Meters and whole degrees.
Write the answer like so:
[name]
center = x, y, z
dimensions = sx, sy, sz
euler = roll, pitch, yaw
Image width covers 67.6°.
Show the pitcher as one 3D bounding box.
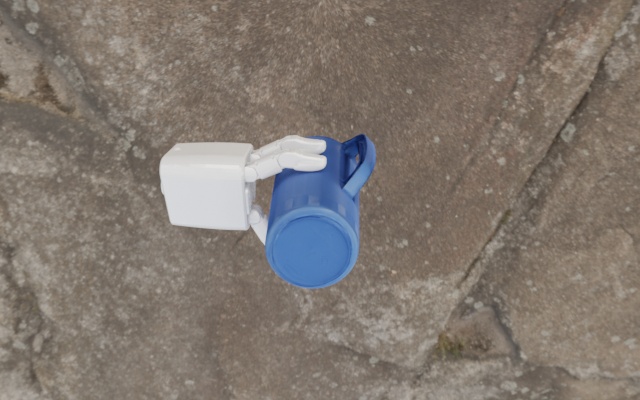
[pitcher]
center = 0.000, 0.002, 0.641
dimensions = 0.145, 0.149, 0.242
euler = 3, 24, 0
